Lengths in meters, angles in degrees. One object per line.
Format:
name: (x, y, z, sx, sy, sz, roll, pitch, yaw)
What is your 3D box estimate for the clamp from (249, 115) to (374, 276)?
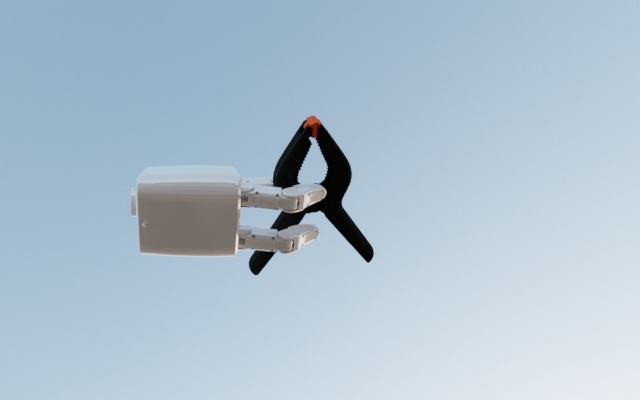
clamp: (0.000, 0.001, 0.586, 0.164, 0.210, 0.036, 1, 27, -14)
